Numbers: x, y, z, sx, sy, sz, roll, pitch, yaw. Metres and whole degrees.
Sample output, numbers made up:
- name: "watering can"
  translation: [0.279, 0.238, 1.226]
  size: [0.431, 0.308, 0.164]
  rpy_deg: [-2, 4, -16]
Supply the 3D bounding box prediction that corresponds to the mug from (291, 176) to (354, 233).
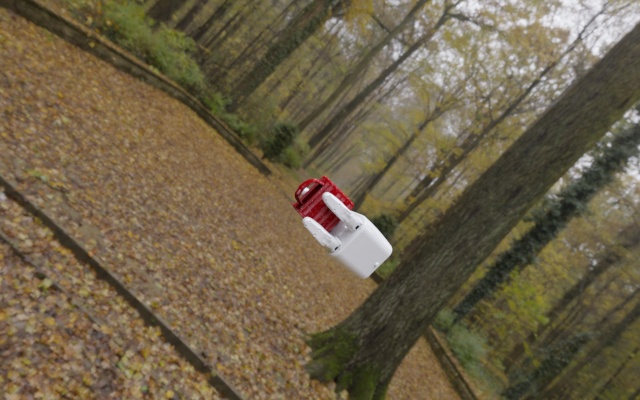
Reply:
- name: "mug"
  translation: [-0.001, 0.002, 0.872]
  size: [0.117, 0.081, 0.093]
  rpy_deg: [44, 2, -38]
